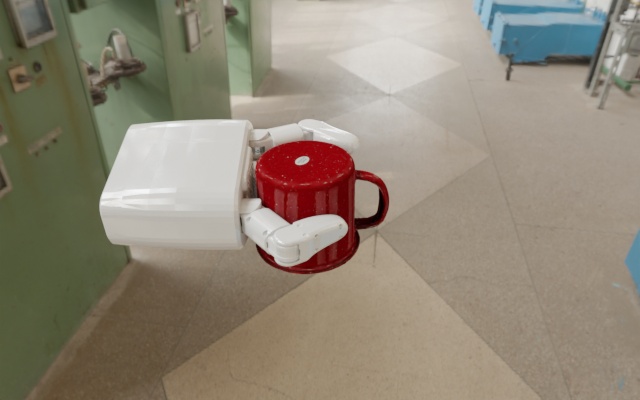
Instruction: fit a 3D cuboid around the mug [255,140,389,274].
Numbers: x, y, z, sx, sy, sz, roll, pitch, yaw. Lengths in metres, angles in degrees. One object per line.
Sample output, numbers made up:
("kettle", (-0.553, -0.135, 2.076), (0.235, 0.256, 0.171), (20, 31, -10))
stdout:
("mug", (0.002, 0.001, 0.405), (0.117, 0.082, 0.093), (-1, 33, 0))
